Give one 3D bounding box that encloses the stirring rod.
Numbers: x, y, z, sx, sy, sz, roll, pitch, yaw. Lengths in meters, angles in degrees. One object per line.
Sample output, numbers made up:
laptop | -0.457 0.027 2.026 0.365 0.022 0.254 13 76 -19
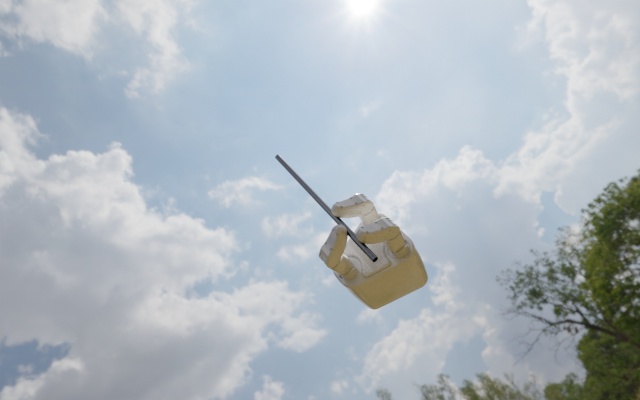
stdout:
stirring rod | 0.000 0.002 0.635 0.011 0.011 0.239 0 34 -40
